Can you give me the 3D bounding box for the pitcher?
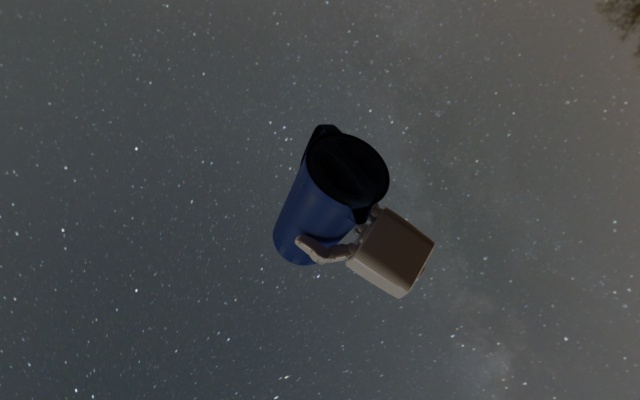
[{"bbox_3d":[0.000,0.003,0.789,0.145,0.149,0.243,33,-38,-1],"label":"pitcher"}]
